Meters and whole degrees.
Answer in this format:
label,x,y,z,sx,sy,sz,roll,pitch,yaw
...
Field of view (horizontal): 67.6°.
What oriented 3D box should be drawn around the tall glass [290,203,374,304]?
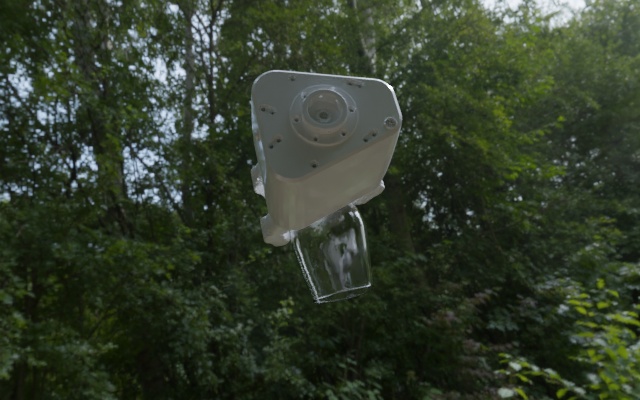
label,x,y,z,sx,sy,sz,roll,pitch,yaw
tall glass,0.000,0.001,0.497,0.079,0.201,0.079,-12,-18,-4
